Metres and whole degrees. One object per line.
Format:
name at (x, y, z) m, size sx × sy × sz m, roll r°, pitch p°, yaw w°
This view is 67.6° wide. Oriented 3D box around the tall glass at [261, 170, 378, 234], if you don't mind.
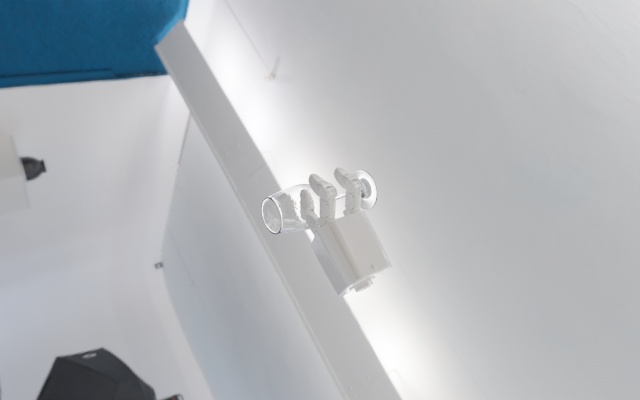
tall glass at (0.001, 0.002, 0.820) m, size 0.201 × 0.079 × 0.079 m, roll -15°, pitch 9°, yaw -34°
